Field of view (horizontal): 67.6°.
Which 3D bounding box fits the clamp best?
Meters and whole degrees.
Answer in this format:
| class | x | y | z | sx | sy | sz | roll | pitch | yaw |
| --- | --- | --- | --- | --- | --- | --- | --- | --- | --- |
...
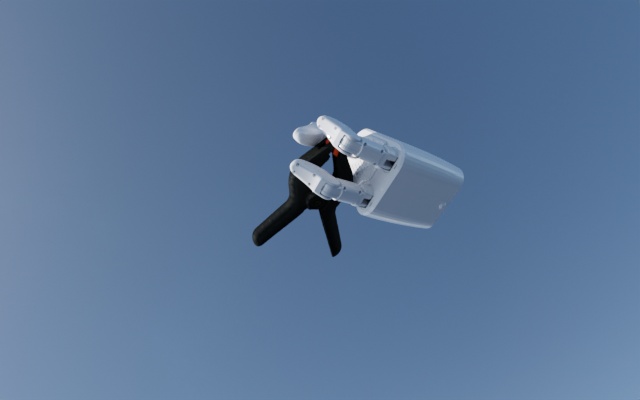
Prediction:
| class | x | y | z | sx | sy | sz | roll | pitch | yaw |
| --- | --- | --- | --- | --- | --- | --- | --- | --- | --- |
| clamp | 0.000 | 0.001 | 0.596 | 0.120 | 0.171 | 0.039 | 16 | 29 | -29 |
